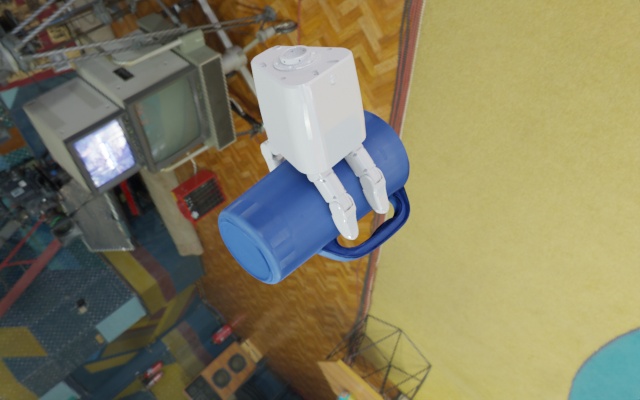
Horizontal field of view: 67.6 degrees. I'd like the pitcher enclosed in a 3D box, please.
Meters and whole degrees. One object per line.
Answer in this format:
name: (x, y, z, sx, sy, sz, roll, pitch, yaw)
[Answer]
pitcher: (0.000, 0.002, 0.615, 0.149, 0.145, 0.242, 26, 53, 37)
